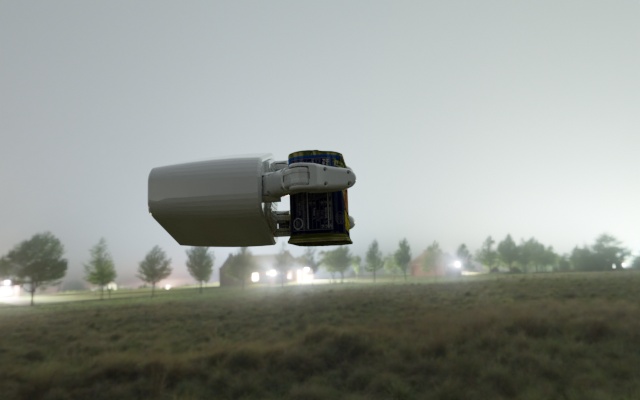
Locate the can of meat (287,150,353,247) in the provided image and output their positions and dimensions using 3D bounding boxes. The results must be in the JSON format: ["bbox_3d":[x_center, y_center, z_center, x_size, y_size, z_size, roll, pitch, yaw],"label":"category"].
[{"bbox_3d":[0.000,0.001,0.470,0.057,0.084,0.102,-3,-8,6],"label":"can of meat"}]
